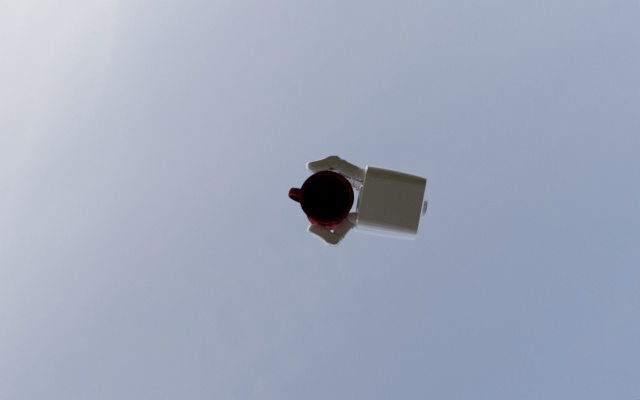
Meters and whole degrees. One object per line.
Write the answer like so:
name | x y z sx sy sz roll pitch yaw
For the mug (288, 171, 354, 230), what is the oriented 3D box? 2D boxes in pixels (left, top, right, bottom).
mug | -0.001 0.003 0.838 0.117 0.093 0.081 12 -17 6
